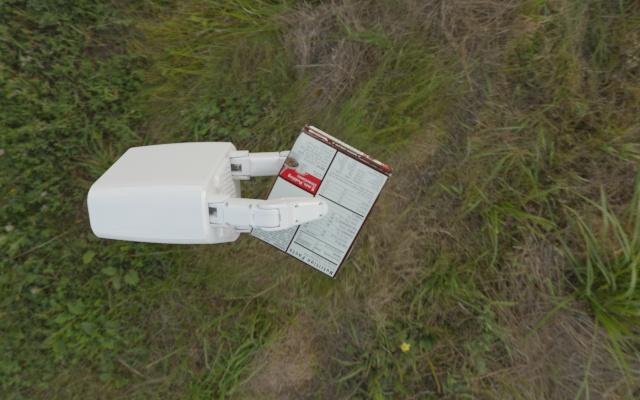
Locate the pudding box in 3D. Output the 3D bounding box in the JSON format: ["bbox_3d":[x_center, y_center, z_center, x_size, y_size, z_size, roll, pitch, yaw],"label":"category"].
[{"bbox_3d":[0.000,0.001,0.431,0.090,0.113,0.039,28,17,0],"label":"pudding box"}]
